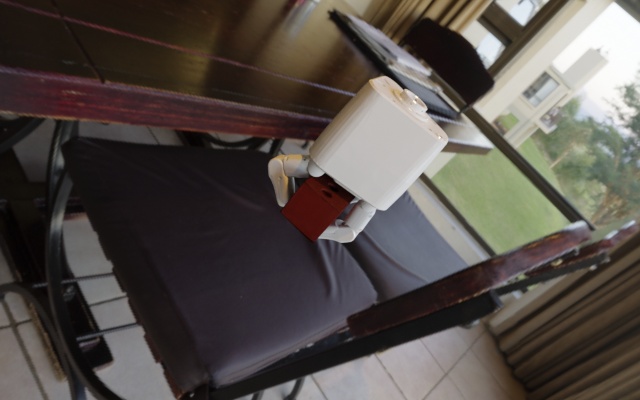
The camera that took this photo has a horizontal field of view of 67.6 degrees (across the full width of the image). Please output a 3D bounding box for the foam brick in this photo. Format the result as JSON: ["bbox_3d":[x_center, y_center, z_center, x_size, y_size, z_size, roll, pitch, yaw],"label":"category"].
[{"bbox_3d":[0.000,0.002,0.549,0.053,0.051,0.078,42,27,3],"label":"foam brick"}]
